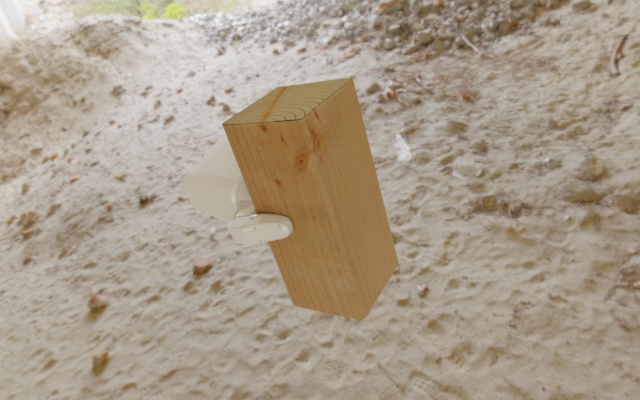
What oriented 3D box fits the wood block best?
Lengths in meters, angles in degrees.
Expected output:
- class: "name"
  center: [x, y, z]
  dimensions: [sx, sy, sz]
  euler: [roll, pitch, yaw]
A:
- class: "wood block"
  center: [0.000, 0.002, 0.457]
  dimensions: [0.090, 0.206, 0.090]
  euler: [3, 34, 35]
